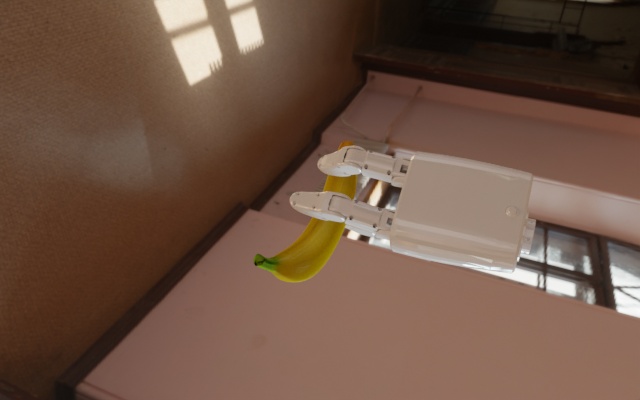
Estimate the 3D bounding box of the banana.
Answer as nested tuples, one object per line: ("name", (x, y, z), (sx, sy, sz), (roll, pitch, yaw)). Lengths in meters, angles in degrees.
("banana", (0.002, 0.018, 0.495), (0.037, 0.070, 0.197), (9, 44, 26))
